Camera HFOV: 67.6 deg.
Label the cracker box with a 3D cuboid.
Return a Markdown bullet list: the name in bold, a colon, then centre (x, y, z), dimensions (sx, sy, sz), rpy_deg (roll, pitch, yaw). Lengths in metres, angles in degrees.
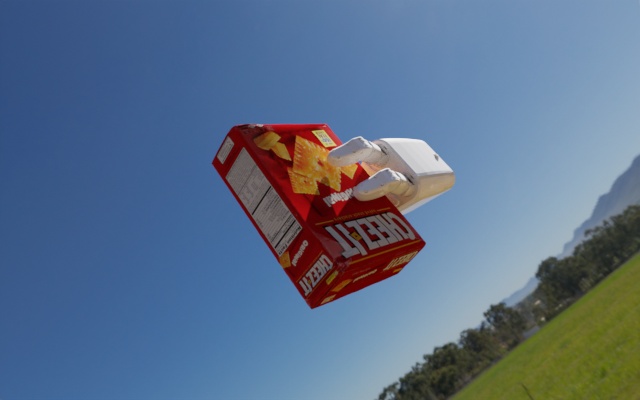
- **cracker box**: centre (0.000, 0.002, 0.560), dimensions (0.164, 0.213, 0.072), rpy_deg (-10, -36, -48)
